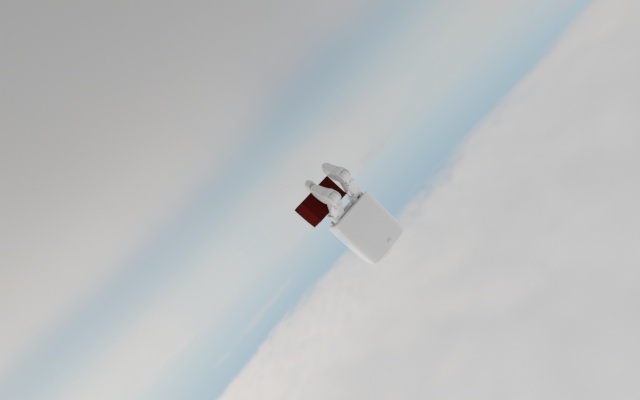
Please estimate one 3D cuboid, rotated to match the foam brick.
[{"bbox_3d":[0.000,0.003,0.891,0.078,0.051,0.053,-47,1,-24],"label":"foam brick"}]
